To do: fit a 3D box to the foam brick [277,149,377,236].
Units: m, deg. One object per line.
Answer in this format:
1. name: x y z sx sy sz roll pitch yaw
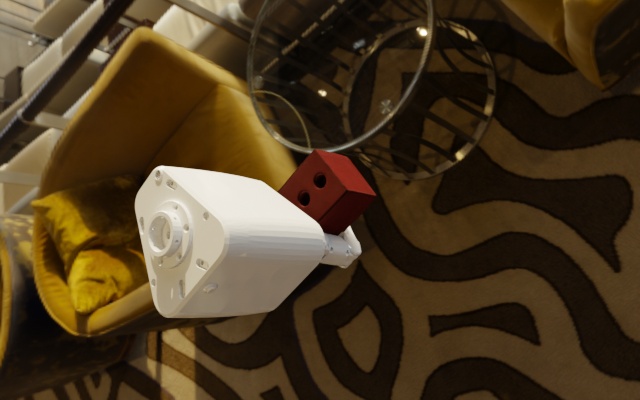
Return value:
1. foam brick: 0.000 0.001 0.429 0.078 0.053 0.051 -48 -31 21
